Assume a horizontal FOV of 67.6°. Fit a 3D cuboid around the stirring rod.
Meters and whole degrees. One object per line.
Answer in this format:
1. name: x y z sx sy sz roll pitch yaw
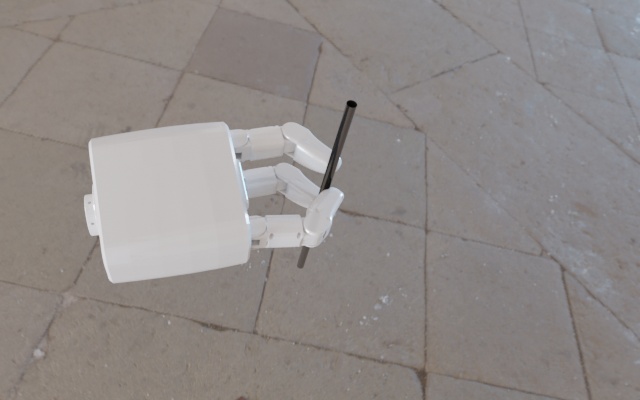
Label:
1. stirring rod: 0.000 0.002 0.439 0.011 0.011 0.240 0 -36 -13
